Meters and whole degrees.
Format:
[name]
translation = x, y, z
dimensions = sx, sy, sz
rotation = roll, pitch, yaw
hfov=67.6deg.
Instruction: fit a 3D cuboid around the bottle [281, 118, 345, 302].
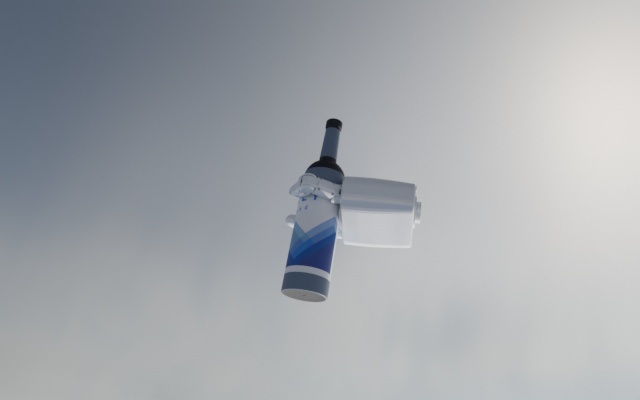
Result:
[bottle]
translation = 0.000, 0.003, 0.731
dimensions = 0.069, 0.295, 0.069
rotation = 8, -25, 4
